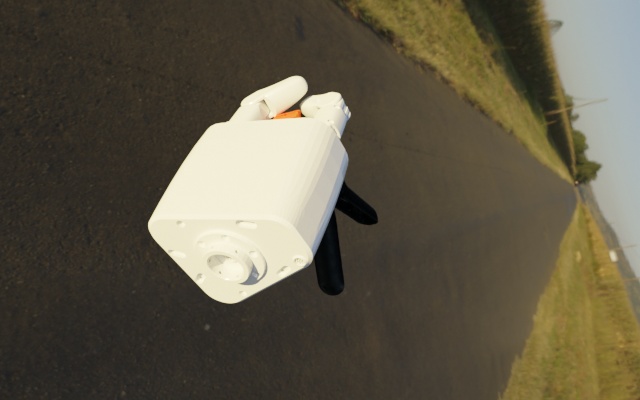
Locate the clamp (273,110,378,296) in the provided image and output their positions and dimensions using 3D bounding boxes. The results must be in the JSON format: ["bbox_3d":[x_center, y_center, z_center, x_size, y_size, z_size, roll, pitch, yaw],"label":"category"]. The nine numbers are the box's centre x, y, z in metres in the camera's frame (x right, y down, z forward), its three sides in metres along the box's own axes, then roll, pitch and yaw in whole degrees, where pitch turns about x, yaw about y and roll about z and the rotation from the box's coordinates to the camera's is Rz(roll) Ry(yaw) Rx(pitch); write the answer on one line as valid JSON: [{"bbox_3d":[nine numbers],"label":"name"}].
[{"bbox_3d":[0.001,0.001,0.446,0.039,0.171,0.120,-14,37,31],"label":"clamp"}]
